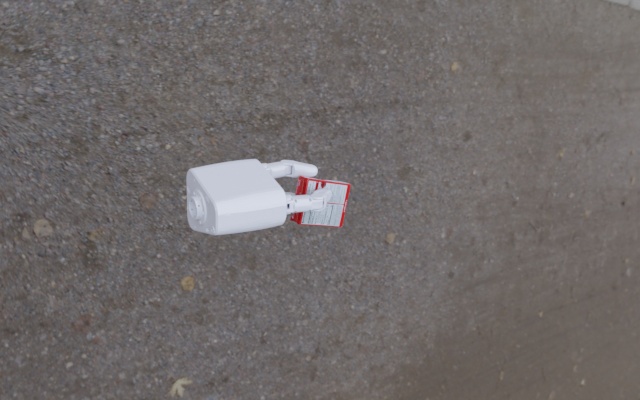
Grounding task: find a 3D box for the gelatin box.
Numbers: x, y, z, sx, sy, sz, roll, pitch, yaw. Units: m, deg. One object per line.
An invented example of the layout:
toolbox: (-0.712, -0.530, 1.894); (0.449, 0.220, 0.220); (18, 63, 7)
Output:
gelatin box: (0.001, 0.003, 0.759); (0.089, 0.073, 0.030); (6, 9, -36)
